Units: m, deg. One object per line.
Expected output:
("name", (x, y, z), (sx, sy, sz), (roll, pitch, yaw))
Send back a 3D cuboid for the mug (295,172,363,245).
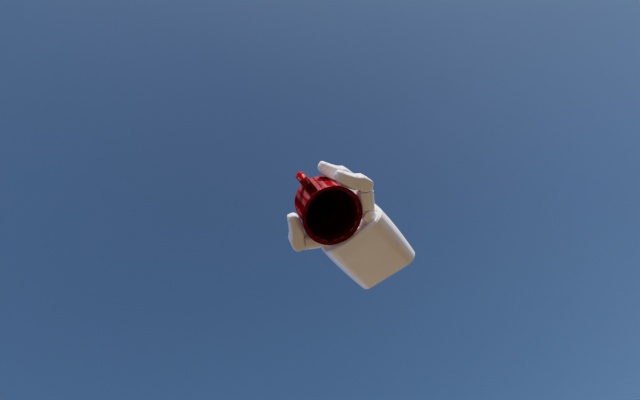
("mug", (-0.001, 0.001, 0.729), (0.093, 0.117, 0.081), (-42, 24, 0))
